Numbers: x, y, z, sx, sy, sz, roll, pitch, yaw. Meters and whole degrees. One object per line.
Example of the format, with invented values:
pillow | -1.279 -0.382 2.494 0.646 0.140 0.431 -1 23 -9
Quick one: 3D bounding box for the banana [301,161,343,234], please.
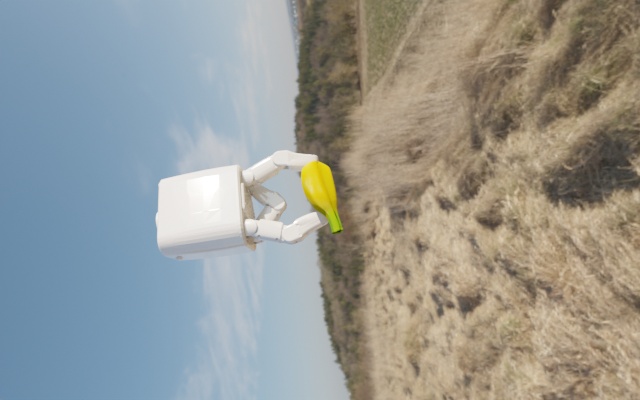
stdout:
banana | -0.003 -0.015 0.582 0.037 0.070 0.197 -9 12 0
